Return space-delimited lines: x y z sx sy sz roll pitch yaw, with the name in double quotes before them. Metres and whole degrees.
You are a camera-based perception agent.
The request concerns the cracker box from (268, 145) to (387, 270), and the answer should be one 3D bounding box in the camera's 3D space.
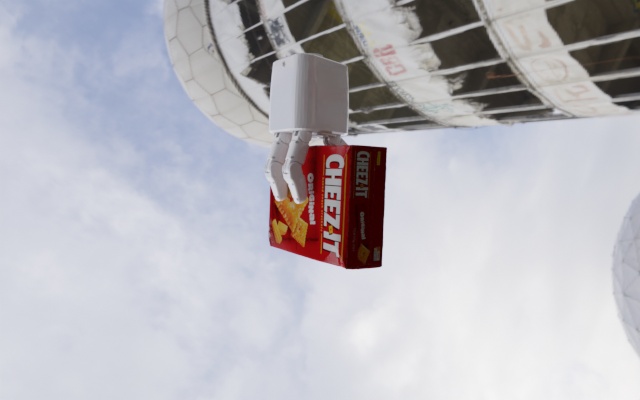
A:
"cracker box" 0.000 0.002 0.708 0.072 0.164 0.213 -1 4 -34
